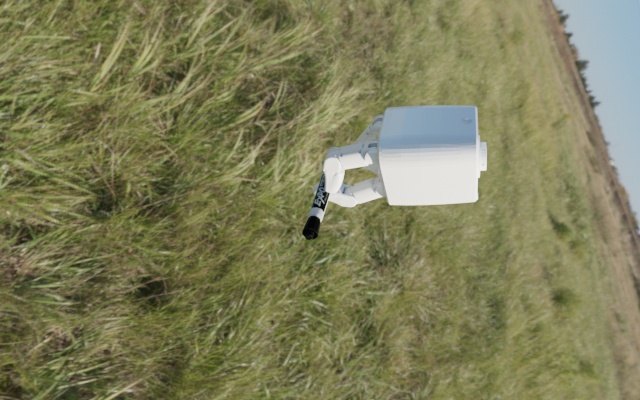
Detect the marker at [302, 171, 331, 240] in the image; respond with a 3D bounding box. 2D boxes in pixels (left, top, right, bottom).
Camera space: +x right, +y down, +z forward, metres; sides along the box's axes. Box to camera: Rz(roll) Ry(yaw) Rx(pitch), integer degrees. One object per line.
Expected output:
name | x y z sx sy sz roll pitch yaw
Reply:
marker | 0.000 0.002 0.582 0.020 0.020 0.121 0 42 17
